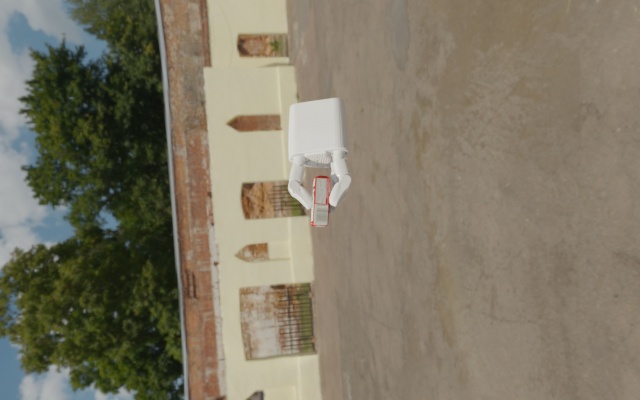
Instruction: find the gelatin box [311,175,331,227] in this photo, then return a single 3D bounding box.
[{"bbox_3d":[0.000,0.003,0.870,0.030,0.089,0.073,3,-4,-4],"label":"gelatin box"}]
